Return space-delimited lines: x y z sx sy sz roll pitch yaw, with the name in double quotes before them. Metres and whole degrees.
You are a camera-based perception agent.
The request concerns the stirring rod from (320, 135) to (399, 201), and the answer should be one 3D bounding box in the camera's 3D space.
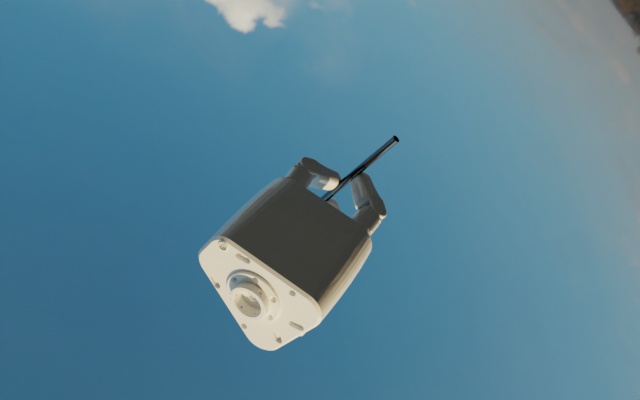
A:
"stirring rod" 0.000 0.002 0.533 0.011 0.011 0.240 0 -31 -45
